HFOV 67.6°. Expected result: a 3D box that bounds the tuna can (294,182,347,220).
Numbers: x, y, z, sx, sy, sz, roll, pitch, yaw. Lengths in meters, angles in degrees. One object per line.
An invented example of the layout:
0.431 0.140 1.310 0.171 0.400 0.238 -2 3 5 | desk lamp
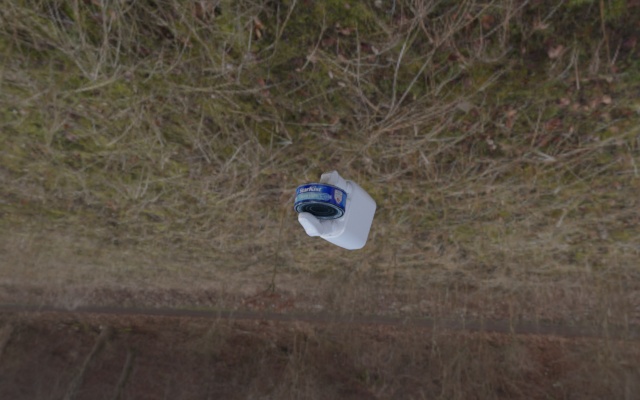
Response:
0.000 0.003 0.784 0.086 0.033 0.086 6 -21 2 | tuna can
